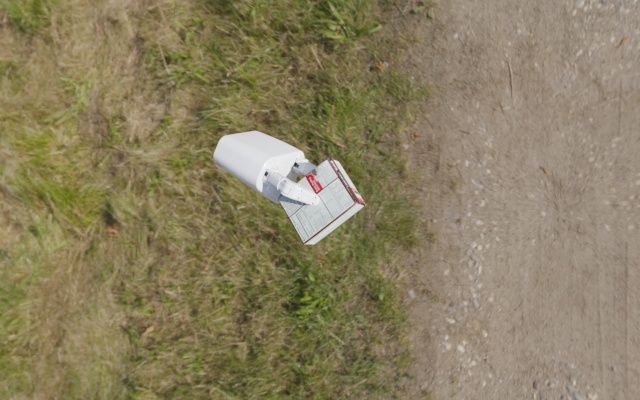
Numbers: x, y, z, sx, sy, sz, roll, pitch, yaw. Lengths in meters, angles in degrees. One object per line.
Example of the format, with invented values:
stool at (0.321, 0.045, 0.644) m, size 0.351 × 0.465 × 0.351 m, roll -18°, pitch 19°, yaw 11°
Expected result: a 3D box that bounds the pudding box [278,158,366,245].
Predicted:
pudding box at (0.000, 0.002, 0.740) m, size 0.113 × 0.090 × 0.039 m, roll -39°, pitch -19°, yaw 22°
